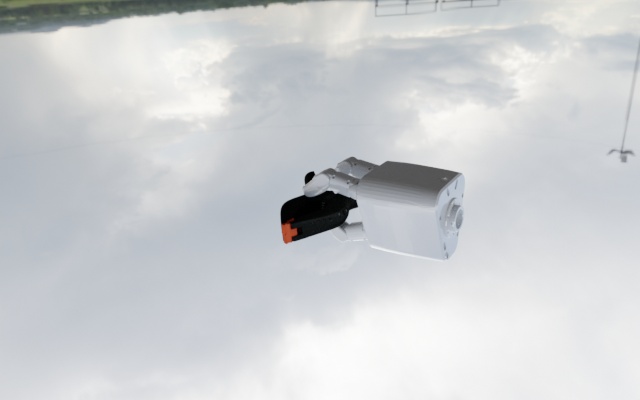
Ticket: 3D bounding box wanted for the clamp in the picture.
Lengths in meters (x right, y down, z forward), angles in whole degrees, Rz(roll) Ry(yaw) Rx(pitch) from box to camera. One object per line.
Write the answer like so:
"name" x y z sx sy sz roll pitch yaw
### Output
"clamp" 0.000 0.003 0.677 0.164 0.036 0.210 9 26 35
